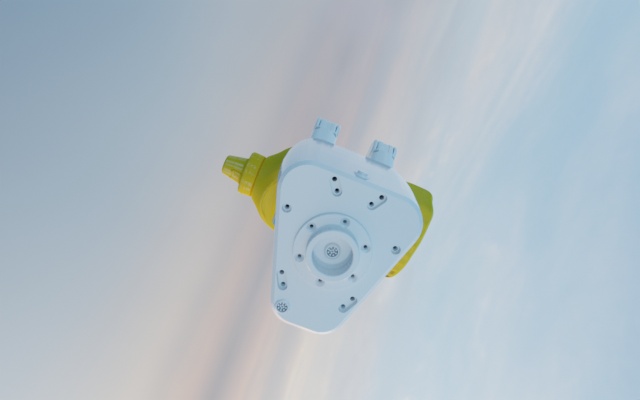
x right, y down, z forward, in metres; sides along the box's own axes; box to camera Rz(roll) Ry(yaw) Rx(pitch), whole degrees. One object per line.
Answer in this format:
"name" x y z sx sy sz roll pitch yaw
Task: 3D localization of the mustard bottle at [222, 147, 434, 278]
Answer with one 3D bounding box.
"mustard bottle" 0.000 0.001 0.448 0.191 0.096 0.058 21 37 -4
